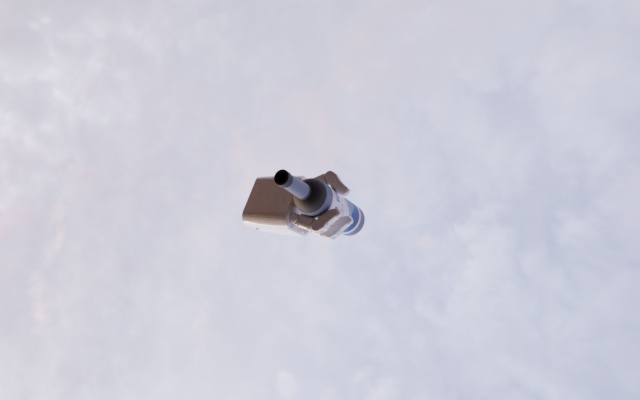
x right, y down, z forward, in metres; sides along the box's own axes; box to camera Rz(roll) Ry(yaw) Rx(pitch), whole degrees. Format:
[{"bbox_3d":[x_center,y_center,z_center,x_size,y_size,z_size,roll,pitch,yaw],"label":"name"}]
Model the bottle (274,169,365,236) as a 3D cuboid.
[{"bbox_3d":[0.000,0.003,0.882,0.069,0.069,0.296,0,-16,26],"label":"bottle"}]
